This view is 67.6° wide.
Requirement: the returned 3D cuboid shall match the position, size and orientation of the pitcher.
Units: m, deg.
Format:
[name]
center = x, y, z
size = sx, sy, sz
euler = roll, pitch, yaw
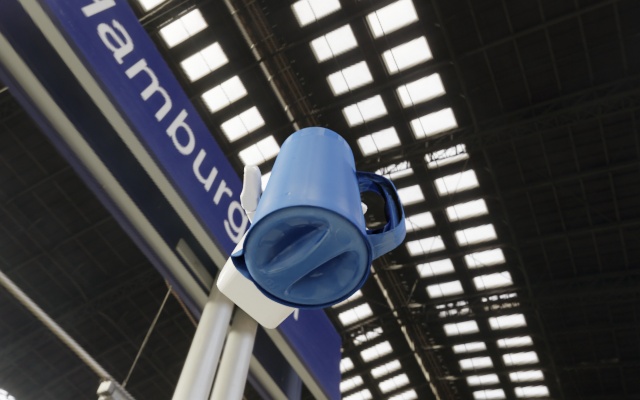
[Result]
[pitcher]
center = 0.000, 0.002, 0.580
size = 0.149, 0.145, 0.242
euler = 28, 28, -14
